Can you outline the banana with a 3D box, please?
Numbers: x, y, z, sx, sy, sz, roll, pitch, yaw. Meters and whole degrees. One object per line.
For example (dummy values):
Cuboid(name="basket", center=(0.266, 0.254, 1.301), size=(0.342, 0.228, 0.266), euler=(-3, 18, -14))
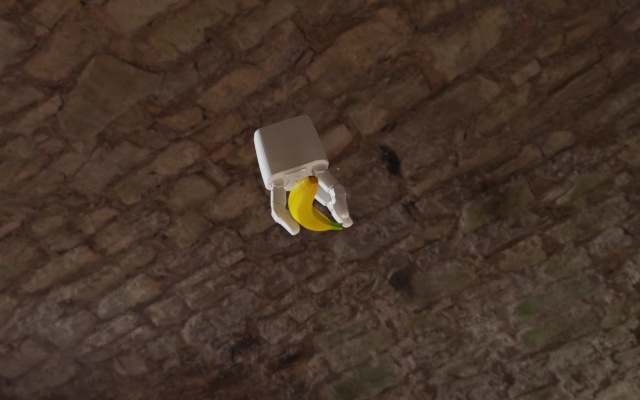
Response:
Cuboid(name="banana", center=(-0.017, 0.009, 0.768), size=(0.069, 0.037, 0.198), euler=(-17, -25, 7))
